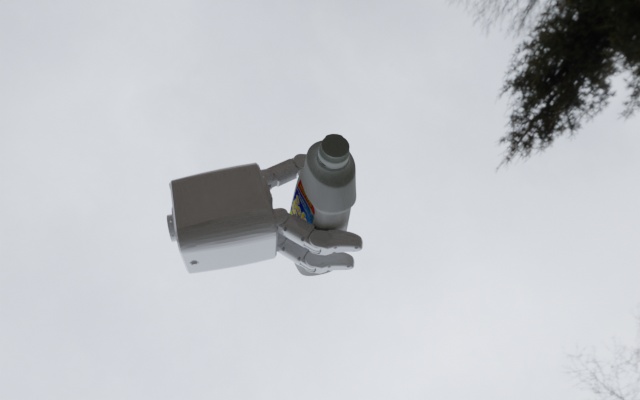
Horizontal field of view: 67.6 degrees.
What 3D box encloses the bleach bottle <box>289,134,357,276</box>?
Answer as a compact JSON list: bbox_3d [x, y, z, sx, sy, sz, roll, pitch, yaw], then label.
[{"bbox_3d":[0.000,0.002,0.571,0.068,0.102,0.251,-11,-28,-12],"label":"bleach bottle"}]
